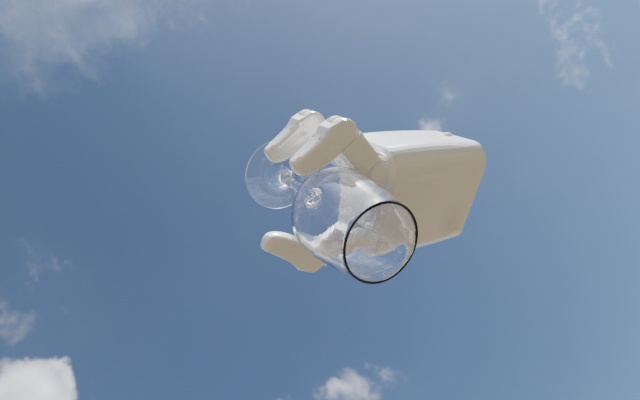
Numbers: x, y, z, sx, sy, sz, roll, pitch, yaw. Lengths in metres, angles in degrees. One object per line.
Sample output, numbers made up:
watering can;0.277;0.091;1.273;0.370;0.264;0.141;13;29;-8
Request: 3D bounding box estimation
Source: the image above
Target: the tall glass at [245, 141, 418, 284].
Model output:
tall glass;0.000;0.001;0.415;0.079;0.079;0.201;0;17;-27
